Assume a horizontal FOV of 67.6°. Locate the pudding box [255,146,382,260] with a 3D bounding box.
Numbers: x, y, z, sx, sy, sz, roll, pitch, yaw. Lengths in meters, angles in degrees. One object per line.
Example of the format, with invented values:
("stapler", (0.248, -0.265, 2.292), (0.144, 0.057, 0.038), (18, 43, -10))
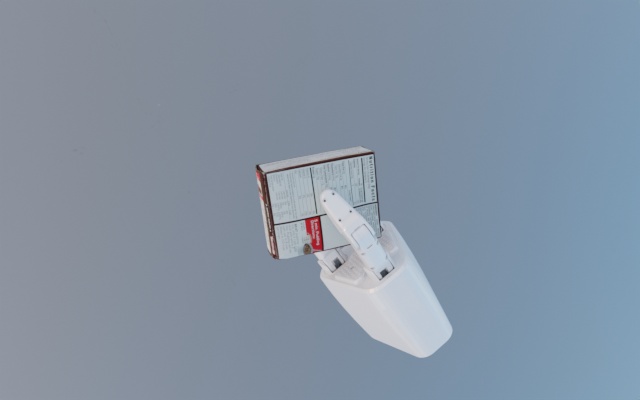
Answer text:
("pudding box", (0.000, 0.002, 0.460), (0.113, 0.090, 0.039), (-12, 17, -17))
